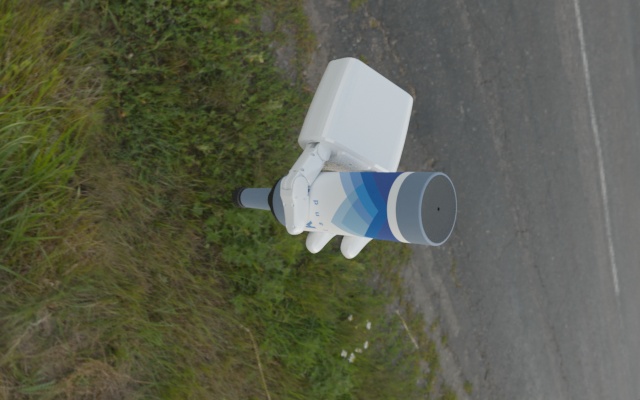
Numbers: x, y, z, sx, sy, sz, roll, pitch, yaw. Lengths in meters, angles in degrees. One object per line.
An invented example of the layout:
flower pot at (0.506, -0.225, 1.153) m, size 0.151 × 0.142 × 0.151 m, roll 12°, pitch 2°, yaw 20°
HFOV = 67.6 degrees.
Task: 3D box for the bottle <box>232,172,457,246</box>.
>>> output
bottle at (0.000, 0.002, 0.529) m, size 0.295 × 0.069 × 0.069 m, roll 3°, pitch 2°, yaw 44°
